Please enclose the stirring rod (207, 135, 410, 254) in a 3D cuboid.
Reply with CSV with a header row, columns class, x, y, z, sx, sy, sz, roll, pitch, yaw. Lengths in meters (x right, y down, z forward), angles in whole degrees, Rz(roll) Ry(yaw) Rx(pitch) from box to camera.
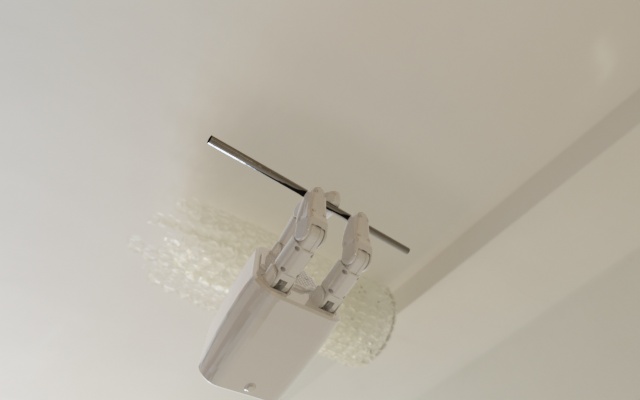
class,x,y,z,sx,sy,sz,roll,pitch,yaw
stirring rod,0.000,0.001,0.454,0.239,0.011,0.011,30,-15,-28
